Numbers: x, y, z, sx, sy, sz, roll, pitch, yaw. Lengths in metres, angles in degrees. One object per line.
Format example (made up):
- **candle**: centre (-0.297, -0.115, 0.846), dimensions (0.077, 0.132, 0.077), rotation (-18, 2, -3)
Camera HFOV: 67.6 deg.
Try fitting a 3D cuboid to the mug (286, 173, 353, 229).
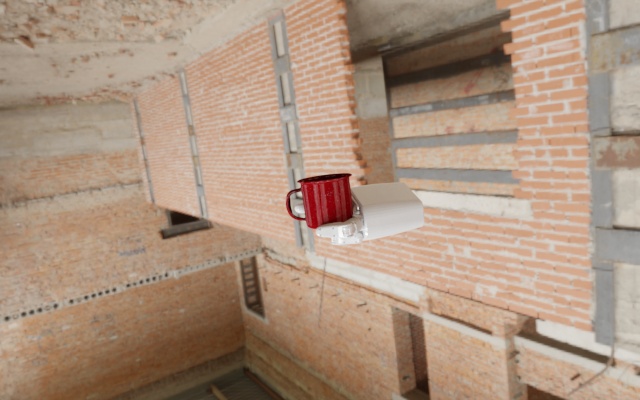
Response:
- **mug**: centre (-0.001, 0.003, 0.802), dimensions (0.117, 0.081, 0.093), rotation (-9, 9, -8)
